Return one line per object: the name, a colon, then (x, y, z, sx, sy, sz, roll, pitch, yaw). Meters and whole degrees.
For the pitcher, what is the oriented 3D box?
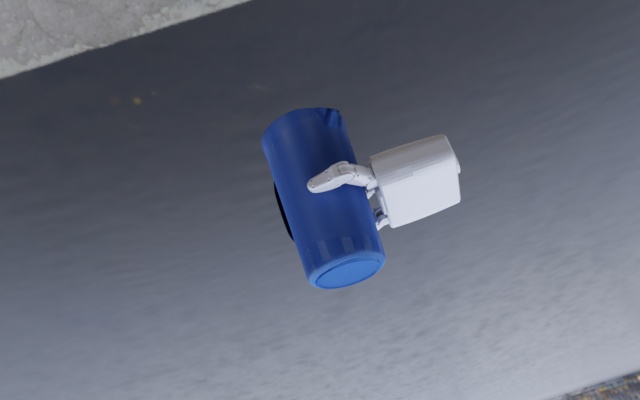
pitcher: (0.000, 0.002, 0.689, 0.145, 0.242, 0.149, -19, -28, 4)
